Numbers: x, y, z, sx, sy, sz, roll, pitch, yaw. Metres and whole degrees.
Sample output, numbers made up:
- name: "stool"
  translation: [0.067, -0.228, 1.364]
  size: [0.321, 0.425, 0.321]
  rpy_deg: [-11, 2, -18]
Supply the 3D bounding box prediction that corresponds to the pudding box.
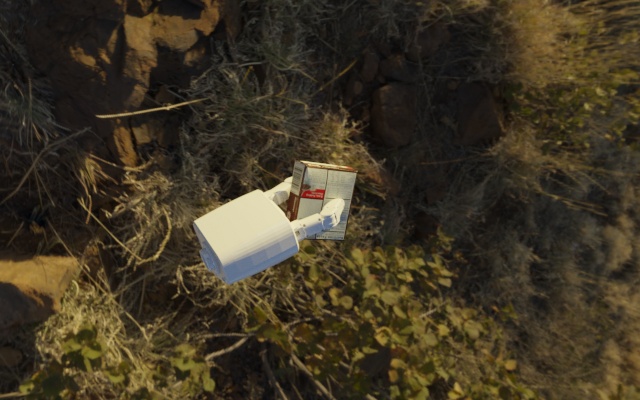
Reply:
- name: "pudding box"
  translation: [0.000, 0.002, 0.705]
  size: [0.090, 0.113, 0.039]
  rpy_deg: [5, 14, -29]
